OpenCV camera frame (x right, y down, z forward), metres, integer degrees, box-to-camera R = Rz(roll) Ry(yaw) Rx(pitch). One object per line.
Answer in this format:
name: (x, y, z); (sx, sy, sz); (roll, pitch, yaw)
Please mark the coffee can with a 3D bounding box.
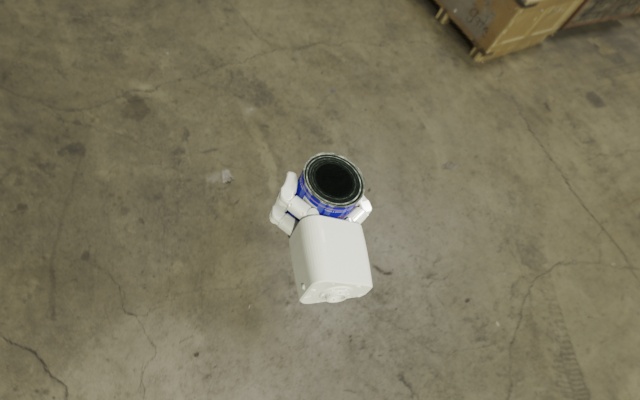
coffee can: (0.000, 0.003, 0.792); (0.103, 0.102, 0.140); (0, -31, -21)
